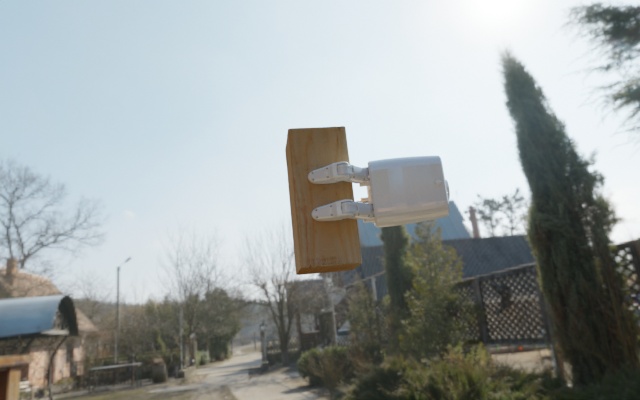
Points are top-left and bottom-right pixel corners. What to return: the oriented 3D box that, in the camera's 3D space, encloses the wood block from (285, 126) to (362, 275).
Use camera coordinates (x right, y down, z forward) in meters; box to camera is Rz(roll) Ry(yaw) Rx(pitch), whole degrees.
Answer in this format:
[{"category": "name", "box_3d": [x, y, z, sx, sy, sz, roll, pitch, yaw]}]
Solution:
[{"category": "wood block", "box_3d": [0.000, 0.002, 0.724, 0.090, 0.206, 0.091, -4, -15, -7]}]
